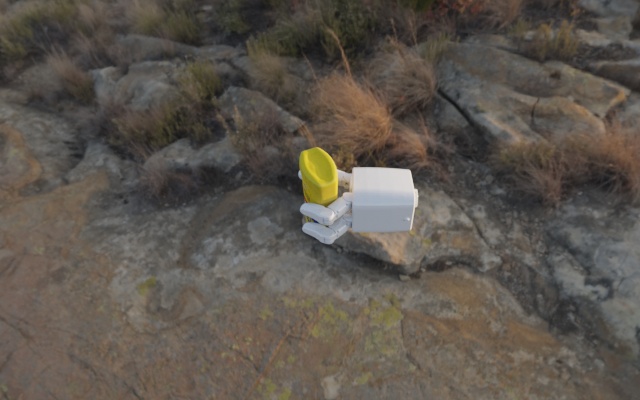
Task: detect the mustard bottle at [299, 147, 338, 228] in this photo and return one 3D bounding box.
[{"bbox_3d":[0.000,0.003,0.866,0.058,0.096,0.192,-19,-39,-12],"label":"mustard bottle"}]
